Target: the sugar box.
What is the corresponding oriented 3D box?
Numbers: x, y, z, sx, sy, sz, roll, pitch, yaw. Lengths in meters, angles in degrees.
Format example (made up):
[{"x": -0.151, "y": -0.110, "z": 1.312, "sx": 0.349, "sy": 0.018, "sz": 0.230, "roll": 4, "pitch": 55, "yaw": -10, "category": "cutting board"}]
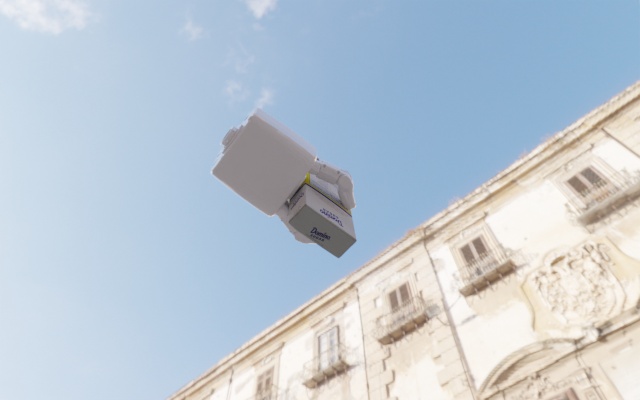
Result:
[{"x": 0.000, "y": 0.003, "z": 0.711, "sx": 0.093, "sy": 0.048, "sz": 0.176, "roll": 36, "pitch": 23, "yaw": -18, "category": "sugar box"}]
